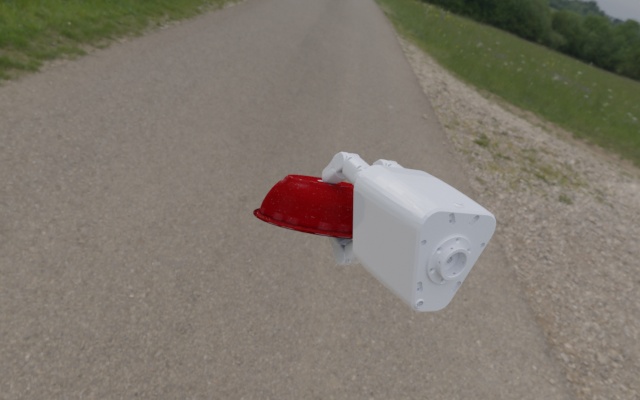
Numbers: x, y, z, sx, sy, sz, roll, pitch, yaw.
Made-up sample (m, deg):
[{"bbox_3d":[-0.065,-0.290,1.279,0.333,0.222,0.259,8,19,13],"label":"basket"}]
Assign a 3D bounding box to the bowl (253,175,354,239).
[{"bbox_3d":[-0.001,0.001,0.596,0.162,0.055,0.162,9,6,-1],"label":"bowl"}]
